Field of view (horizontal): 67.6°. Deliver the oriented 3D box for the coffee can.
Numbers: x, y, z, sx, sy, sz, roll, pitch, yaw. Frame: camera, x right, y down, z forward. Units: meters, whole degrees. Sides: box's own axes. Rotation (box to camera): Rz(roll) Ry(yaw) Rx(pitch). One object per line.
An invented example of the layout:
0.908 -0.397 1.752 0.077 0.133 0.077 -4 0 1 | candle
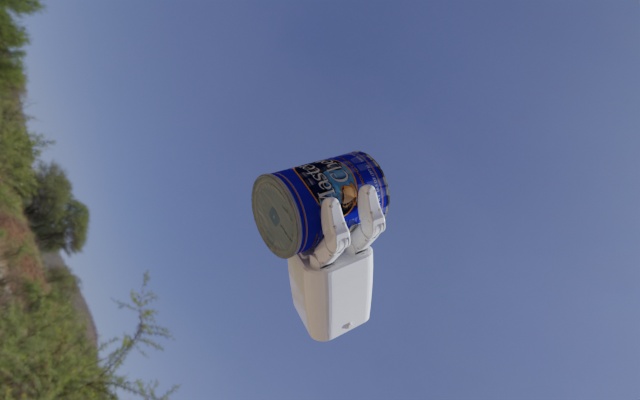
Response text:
0.000 0.002 0.595 0.140 0.103 0.103 -18 10 -33 | coffee can
